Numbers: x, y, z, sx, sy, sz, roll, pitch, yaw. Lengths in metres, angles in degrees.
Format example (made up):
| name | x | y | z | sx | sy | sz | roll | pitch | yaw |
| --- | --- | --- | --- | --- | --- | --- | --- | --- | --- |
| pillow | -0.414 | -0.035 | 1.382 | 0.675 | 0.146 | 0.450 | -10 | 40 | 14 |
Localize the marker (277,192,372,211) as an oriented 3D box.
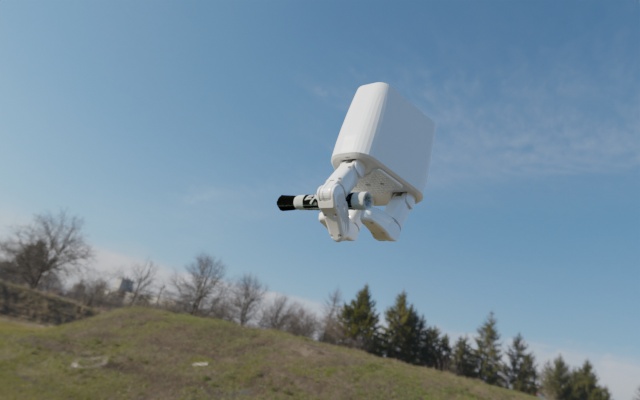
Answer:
| name | x | y | z | sx | sy | sz | roll | pitch | yaw |
| --- | --- | --- | --- | --- | --- | --- | --- | --- | --- |
| marker | 0.000 | 0.002 | 0.522 | 0.121 | 0.020 | 0.020 | -2 | -1 | 37 |
